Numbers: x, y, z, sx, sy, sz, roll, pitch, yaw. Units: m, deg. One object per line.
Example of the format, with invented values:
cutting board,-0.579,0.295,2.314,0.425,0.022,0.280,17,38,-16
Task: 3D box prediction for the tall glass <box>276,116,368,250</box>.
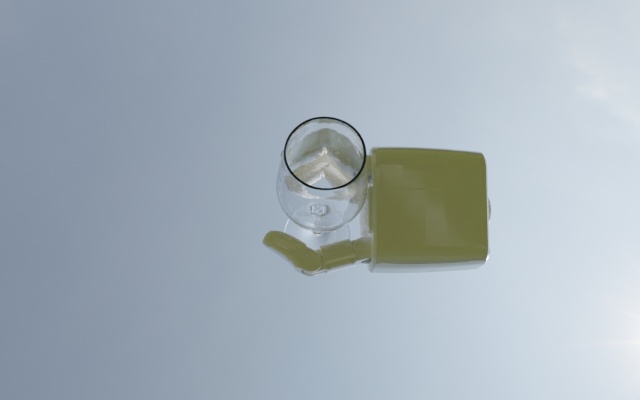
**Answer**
tall glass,0.000,0.002,0.443,0.079,0.079,0.201,0,-22,-2
